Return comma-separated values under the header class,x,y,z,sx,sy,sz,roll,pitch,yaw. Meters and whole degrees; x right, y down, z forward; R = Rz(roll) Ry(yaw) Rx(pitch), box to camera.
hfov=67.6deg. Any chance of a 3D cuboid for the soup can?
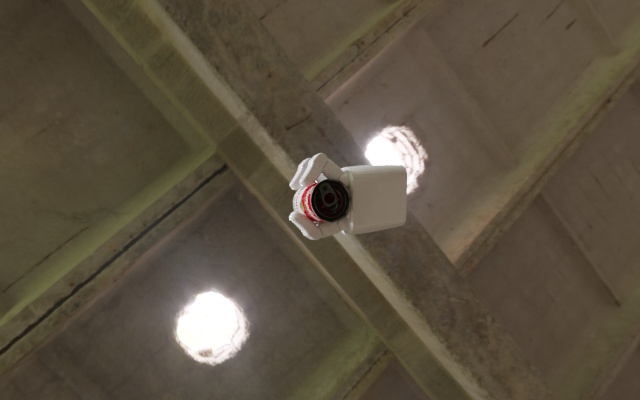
class,x,y,z,sx,sy,sz,roll,pitch,yaw
soup can,0.000,0.003,0.778,0.068,0.068,0.102,0,-3,-20
